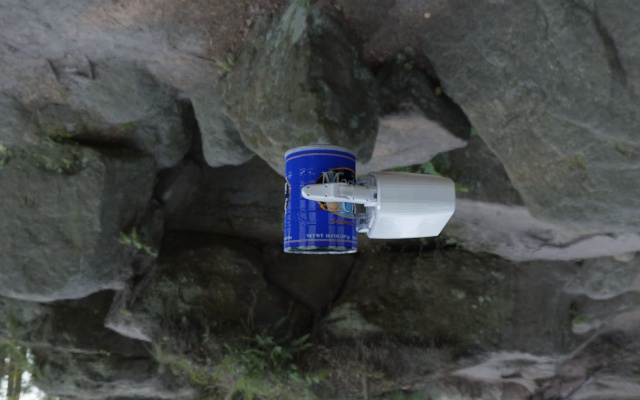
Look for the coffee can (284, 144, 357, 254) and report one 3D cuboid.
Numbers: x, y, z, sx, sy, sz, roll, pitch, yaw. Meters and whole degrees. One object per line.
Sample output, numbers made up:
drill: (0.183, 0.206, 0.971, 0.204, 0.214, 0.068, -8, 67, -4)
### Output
coffee can: (0.000, 0.002, 0.676, 0.103, 0.140, 0.103, 0, -10, 0)
